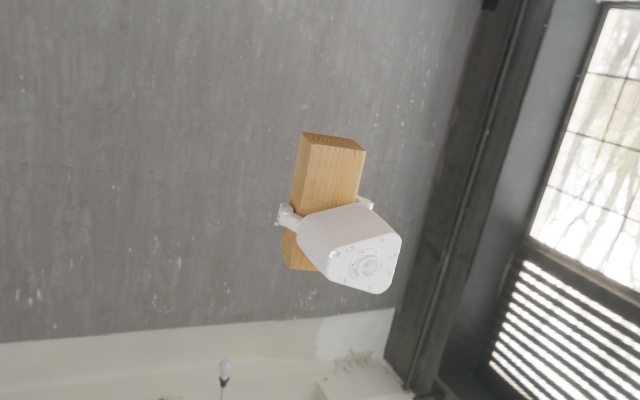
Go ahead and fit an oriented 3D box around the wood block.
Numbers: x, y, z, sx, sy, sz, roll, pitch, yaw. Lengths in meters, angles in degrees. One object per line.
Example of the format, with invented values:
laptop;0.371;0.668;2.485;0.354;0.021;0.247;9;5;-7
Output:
wood block;0.000;0.003;0.776;0.091;0.206;0.090;7;18;-14
